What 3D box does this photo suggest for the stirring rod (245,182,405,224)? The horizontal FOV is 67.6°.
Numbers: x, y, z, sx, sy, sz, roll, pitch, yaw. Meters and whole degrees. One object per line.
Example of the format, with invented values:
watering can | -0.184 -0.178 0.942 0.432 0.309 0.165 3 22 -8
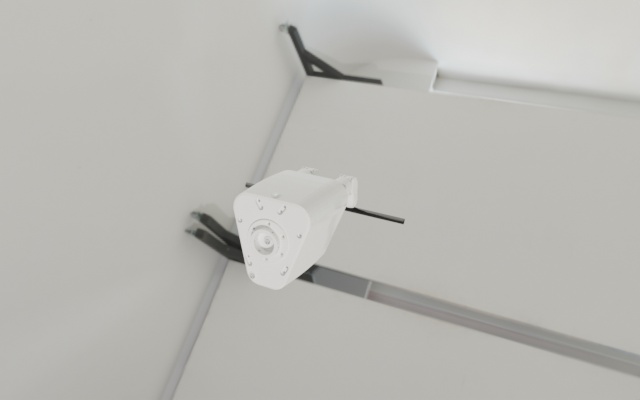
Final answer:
stirring rod | 0.000 0.002 0.672 0.239 0.011 0.011 13 4 20
